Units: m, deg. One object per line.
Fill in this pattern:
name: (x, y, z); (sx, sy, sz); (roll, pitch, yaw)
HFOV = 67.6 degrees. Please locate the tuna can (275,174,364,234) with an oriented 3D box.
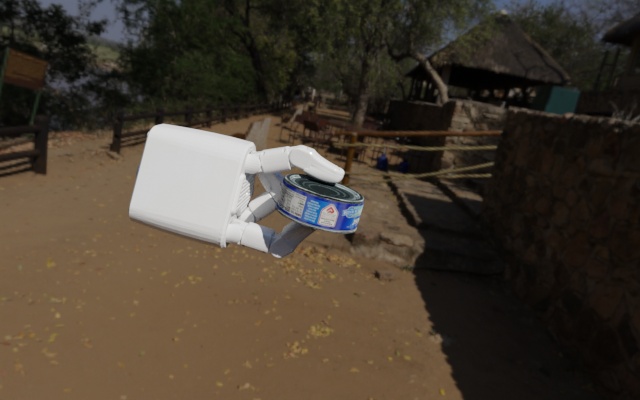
tuna can: (0.000, 0.001, 0.481); (0.086, 0.034, 0.086); (15, 13, -4)
